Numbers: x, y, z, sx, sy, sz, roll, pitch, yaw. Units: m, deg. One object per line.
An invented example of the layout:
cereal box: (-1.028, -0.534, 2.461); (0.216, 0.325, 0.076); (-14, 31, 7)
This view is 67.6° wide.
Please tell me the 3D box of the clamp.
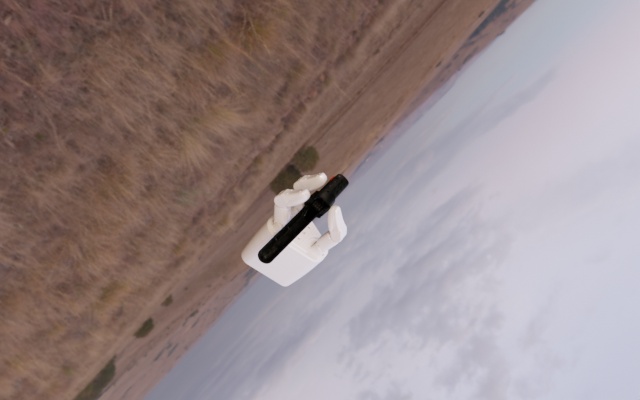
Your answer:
clamp: (0.001, 0.003, 0.738); (0.165, 0.036, 0.210); (-42, 2, 39)
